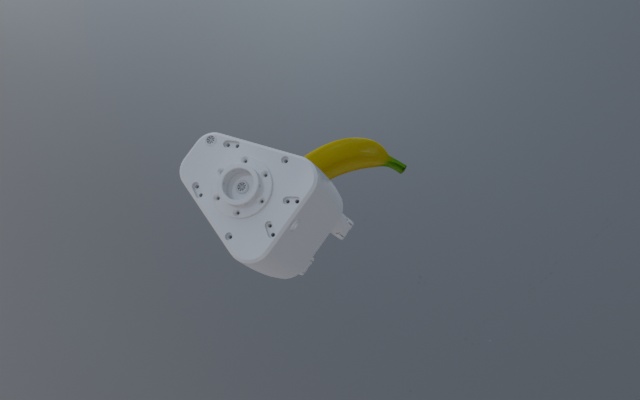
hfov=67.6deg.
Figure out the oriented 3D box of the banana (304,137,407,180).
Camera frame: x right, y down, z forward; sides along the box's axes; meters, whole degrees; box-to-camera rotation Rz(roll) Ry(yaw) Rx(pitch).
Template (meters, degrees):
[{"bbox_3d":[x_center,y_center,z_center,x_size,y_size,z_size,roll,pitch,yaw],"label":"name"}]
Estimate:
[{"bbox_3d":[-0.006,-0.016,0.517,0.198,0.069,0.037,-30,-11,-2],"label":"banana"}]
